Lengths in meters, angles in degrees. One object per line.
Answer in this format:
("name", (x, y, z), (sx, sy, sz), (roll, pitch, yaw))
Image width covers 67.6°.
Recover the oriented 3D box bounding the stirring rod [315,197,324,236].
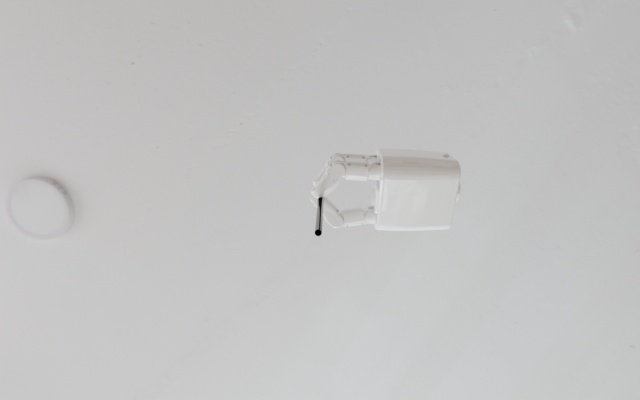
("stirring rod", (0.000, 0.002, 0.636), (0.011, 0.011, 0.239), (0, 16, 1))
